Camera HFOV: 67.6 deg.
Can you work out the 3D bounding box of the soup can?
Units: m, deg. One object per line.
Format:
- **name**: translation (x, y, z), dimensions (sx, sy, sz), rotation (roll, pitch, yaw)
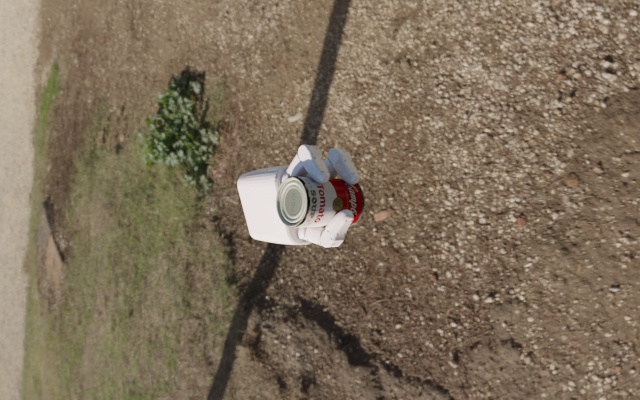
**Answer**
- **soup can**: translation (0.000, 0.002, 0.639), dimensions (0.102, 0.068, 0.068), rotation (1, -1, -42)
